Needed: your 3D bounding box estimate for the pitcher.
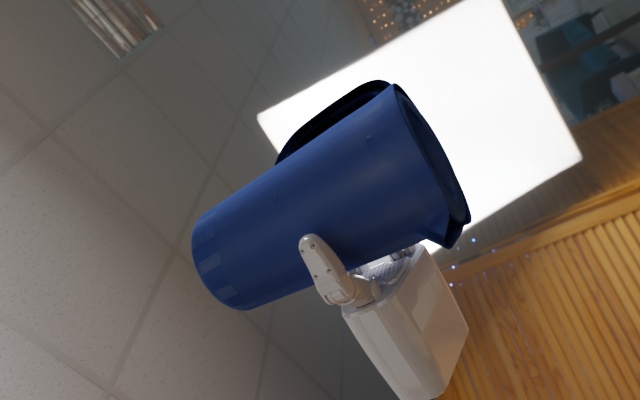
[{"bbox_3d":[0.000,0.002,0.446,0.243,0.145,0.149,-28,11,22],"label":"pitcher"}]
